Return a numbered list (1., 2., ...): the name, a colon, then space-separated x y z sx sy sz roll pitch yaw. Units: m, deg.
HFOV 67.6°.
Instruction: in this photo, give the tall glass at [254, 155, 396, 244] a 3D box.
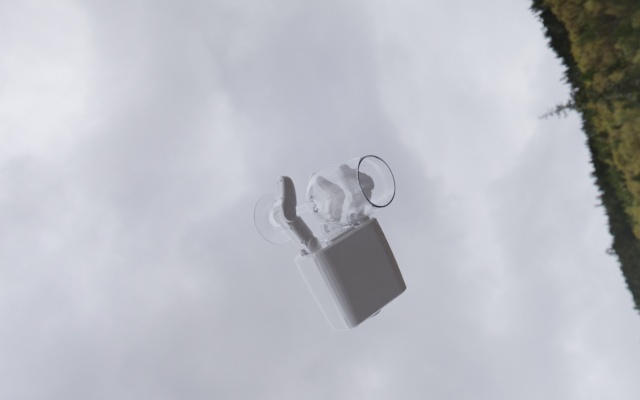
1. tall glass: 0.000 0.002 0.606 0.079 0.079 0.201 0 -14 -41
